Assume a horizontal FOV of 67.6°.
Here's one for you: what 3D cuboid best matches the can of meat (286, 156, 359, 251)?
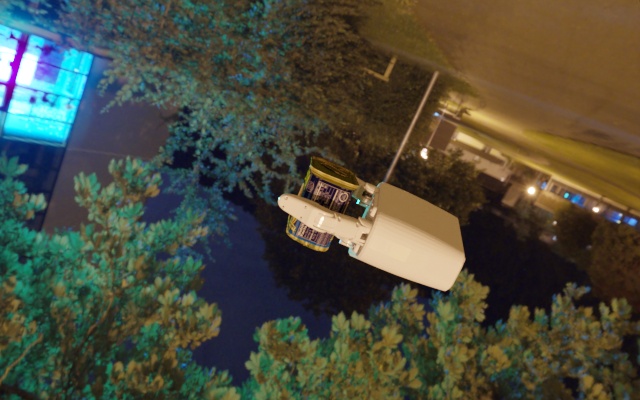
[{"bbox_3d":[0.000,0.002,0.557,0.057,0.084,0.102,22,13,-6],"label":"can of meat"}]
